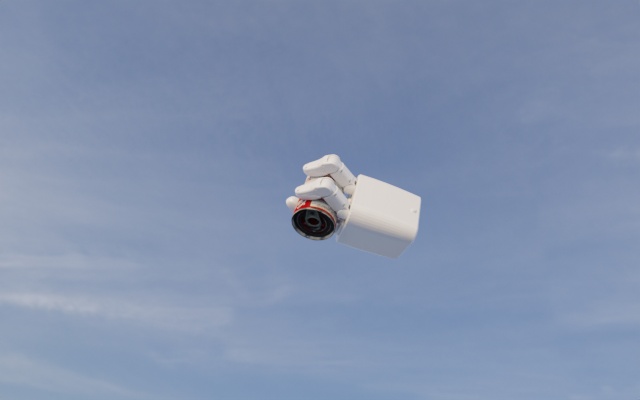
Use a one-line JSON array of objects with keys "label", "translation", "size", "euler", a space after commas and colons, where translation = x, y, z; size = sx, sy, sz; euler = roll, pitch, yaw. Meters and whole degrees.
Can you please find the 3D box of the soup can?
[{"label": "soup can", "translation": [0.000, 0.002, 0.749], "size": [0.068, 0.069, 0.102], "euler": [0, 43, 18]}]
